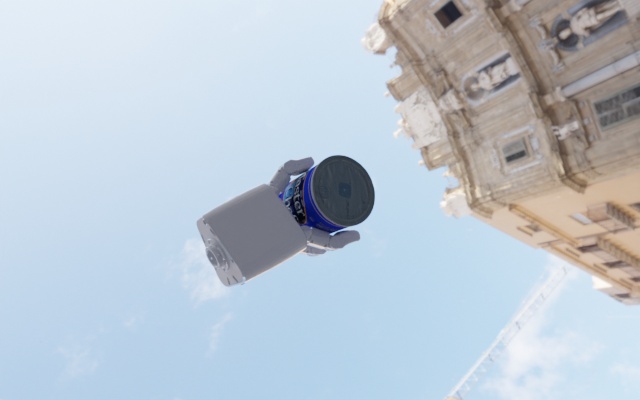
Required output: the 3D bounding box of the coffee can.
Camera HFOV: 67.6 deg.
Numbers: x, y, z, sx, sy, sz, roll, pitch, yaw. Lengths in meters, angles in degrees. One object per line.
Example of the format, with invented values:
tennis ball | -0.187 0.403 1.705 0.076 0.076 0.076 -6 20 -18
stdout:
coffee can | 0.000 0.002 0.717 0.103 0.102 0.140 0 -14 -30
